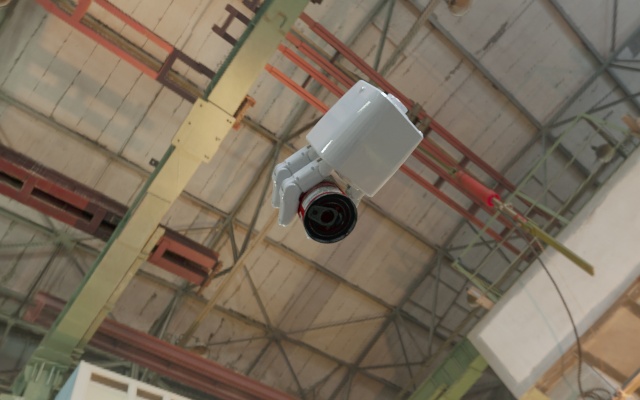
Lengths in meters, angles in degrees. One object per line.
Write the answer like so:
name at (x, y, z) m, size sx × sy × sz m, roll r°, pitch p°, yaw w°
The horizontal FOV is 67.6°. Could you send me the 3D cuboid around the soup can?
soup can at (0.000, 0.002, 0.618) m, size 0.068 × 0.068 × 0.102 m, roll 0°, pitch 24°, yaw -16°
